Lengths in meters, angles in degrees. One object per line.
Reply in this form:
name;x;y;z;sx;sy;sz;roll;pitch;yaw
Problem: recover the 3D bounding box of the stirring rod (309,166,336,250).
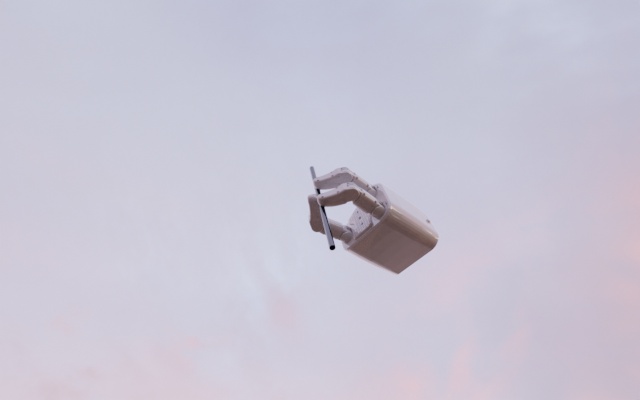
stirring rod;0.000;0.002;0.695;0.011;0.011;0.239;0;28;-8
